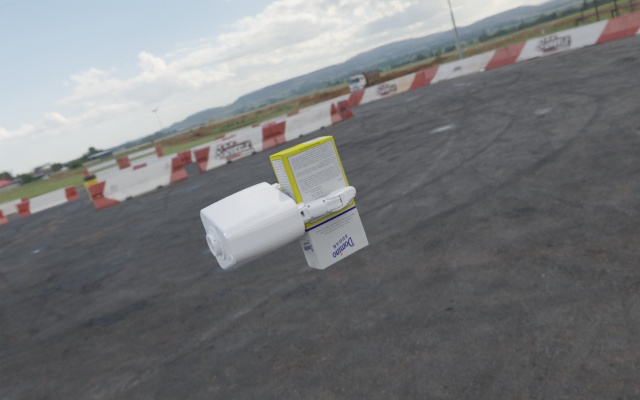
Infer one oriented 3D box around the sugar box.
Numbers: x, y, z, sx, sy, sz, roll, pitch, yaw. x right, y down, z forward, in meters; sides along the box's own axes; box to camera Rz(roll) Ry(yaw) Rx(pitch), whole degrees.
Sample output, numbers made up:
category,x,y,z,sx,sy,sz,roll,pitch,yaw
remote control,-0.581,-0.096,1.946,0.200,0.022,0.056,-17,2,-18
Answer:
category,x,y,z,sx,sy,sz,roll,pitch,yaw
sugar box,0.000,0.002,0.701,0.093,0.176,0.048,-24,14,-28
